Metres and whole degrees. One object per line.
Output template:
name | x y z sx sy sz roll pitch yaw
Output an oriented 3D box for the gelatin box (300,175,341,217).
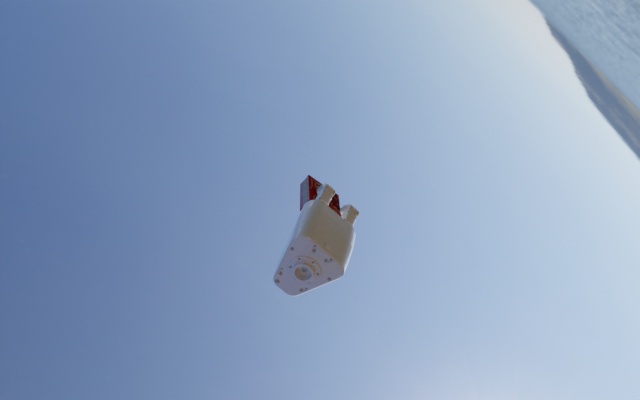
gelatin box | 0.000 0.003 0.853 0.073 0.030 0.089 34 26 -21
